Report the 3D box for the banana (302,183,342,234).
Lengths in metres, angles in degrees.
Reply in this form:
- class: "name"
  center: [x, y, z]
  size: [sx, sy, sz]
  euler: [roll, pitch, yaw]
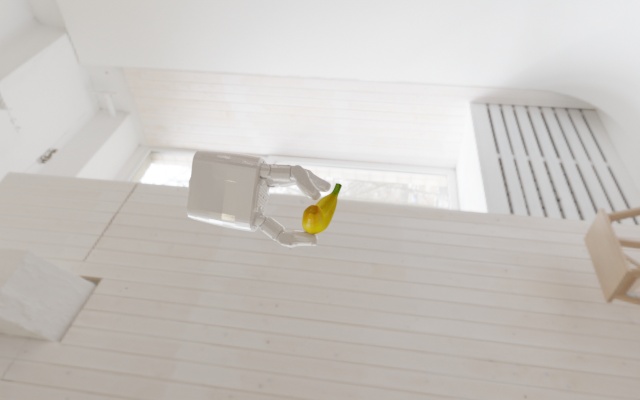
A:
- class: "banana"
  center: [-0.003, 0.019, 0.755]
  size: [0.037, 0.070, 0.197]
  euler: [13, 15, 8]
